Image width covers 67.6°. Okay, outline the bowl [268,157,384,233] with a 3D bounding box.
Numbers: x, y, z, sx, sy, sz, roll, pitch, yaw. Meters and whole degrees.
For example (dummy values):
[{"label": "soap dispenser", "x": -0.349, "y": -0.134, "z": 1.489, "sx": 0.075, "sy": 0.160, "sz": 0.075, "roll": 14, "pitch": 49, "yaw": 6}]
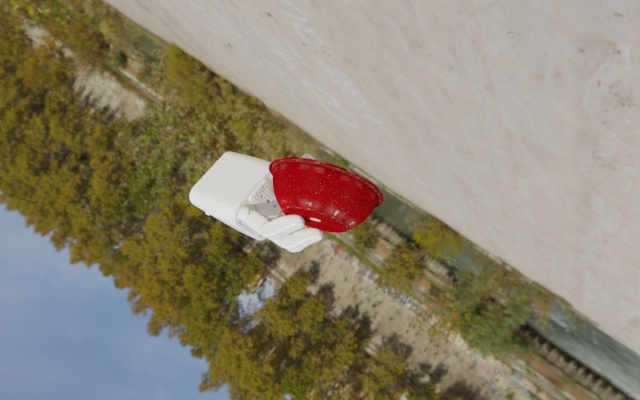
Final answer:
[{"label": "bowl", "x": 0.001, "y": 0.003, "z": 0.639, "sx": 0.162, "sy": 0.055, "sz": 0.162, "roll": 15, "pitch": -17, "yaw": 5}]
